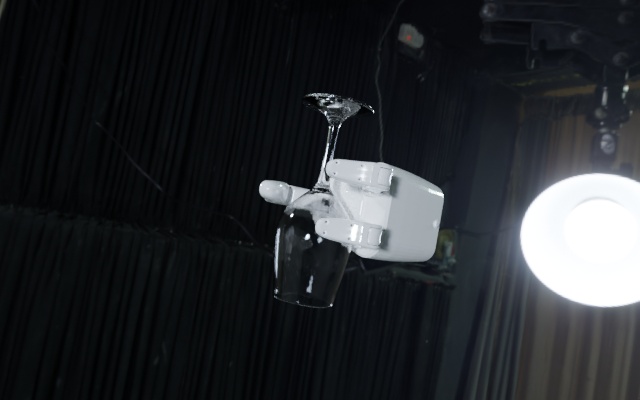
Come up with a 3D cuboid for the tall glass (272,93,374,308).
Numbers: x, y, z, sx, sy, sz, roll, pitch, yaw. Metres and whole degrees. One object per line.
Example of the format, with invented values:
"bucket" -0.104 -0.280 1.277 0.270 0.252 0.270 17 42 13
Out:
"tall glass" 0.000 0.001 0.480 0.079 0.201 0.079 11 -3 1
